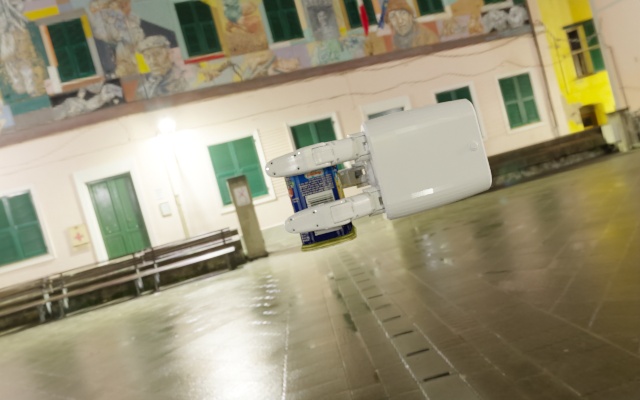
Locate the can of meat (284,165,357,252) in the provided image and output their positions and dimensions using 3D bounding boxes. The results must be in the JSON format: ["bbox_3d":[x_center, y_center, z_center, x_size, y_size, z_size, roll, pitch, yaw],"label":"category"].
[{"bbox_3d":[0.000,0.001,0.500,0.057,0.084,0.102,-15,2,5],"label":"can of meat"}]
